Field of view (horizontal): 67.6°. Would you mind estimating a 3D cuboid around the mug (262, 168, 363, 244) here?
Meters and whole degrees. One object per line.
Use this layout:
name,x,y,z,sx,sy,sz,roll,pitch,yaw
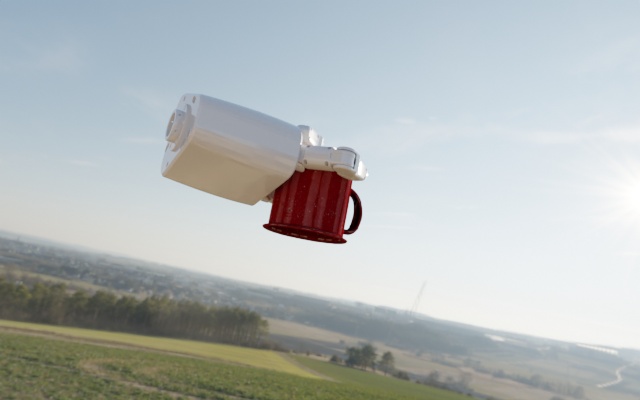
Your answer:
mug,0.001,0.002,0.528,0.117,0.081,0.093,17,-13,-30
